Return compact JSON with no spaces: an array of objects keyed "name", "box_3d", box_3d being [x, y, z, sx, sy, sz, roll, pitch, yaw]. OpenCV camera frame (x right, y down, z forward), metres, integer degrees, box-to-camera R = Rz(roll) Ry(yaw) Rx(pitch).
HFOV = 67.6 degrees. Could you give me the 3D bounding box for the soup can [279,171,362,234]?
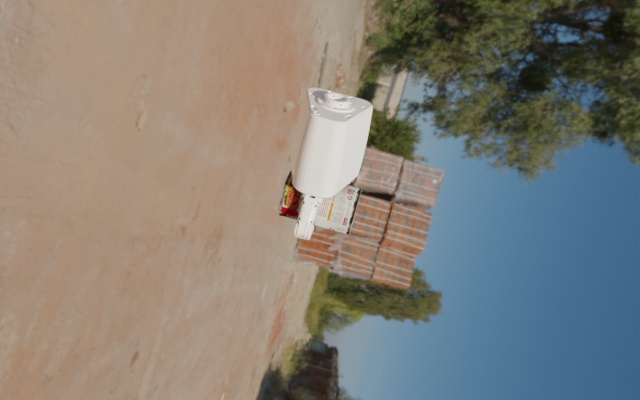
[{"name":"soup can","box_3d":[0.000,0.003,0.668,0.102,0.068,0.068,15,1,4]}]
